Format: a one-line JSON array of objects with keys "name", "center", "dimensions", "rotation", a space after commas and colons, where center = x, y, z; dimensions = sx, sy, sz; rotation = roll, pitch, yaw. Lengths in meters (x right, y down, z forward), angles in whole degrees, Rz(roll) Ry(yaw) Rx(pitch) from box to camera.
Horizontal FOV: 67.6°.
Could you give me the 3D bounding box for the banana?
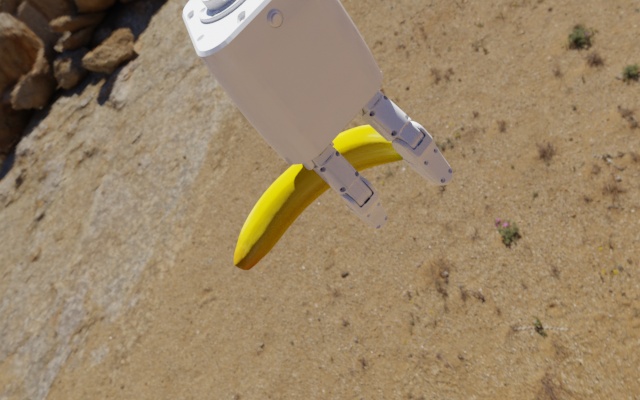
[{"name": "banana", "center": [-0.002, -0.013, 0.424], "dimensions": [0.198, 0.069, 0.037], "rotation": [-32, -44, 9]}]
